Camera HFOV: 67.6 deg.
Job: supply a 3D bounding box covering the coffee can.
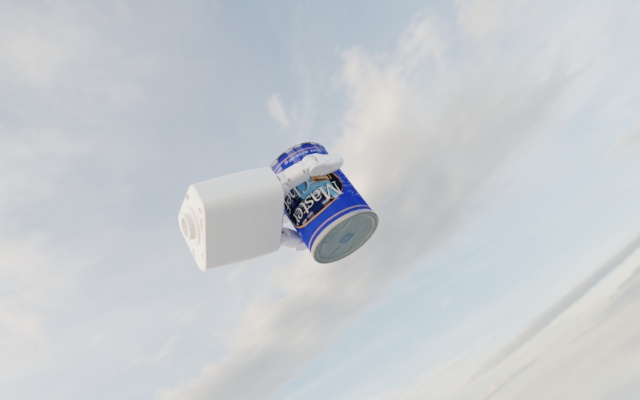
[{"bbox_3d":[0.000,0.002,0.667,0.103,0.140,0.103,-25,-32,-17],"label":"coffee can"}]
